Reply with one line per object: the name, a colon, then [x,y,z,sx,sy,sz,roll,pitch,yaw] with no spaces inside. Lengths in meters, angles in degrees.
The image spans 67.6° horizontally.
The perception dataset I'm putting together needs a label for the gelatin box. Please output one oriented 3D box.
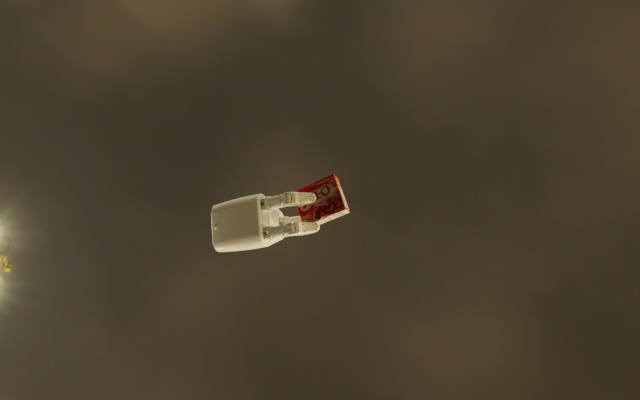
gelatin box: [0.001,0.003,0.882,0.089,0.073,0.030,-23,-21,14]
